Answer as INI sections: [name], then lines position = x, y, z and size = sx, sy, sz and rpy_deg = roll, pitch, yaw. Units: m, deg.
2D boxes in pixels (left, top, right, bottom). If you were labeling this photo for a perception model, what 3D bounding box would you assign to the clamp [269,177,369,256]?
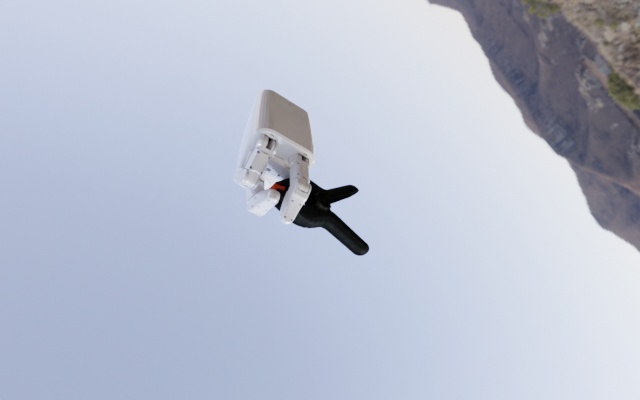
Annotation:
[clamp]
position = 0.000, 0.003, 0.687
size = 0.171, 0.120, 0.039
rpy_deg = 28, -53, -28
